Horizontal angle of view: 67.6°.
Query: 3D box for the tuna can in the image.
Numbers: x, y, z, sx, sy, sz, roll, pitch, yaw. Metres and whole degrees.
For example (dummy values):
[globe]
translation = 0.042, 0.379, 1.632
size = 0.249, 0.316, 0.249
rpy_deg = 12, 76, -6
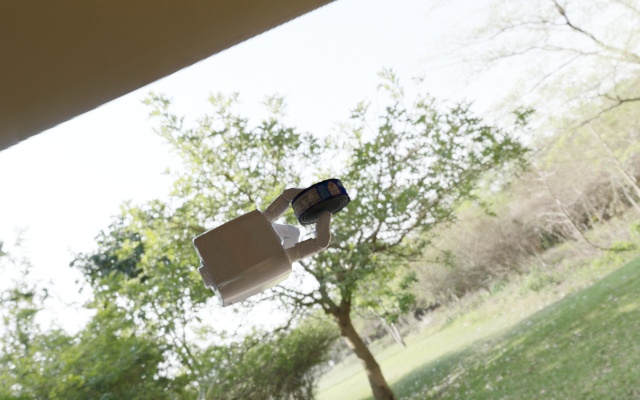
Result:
[tuna can]
translation = 0.000, 0.002, 0.713
size = 0.086, 0.033, 0.086
rpy_deg = -25, -17, -8
